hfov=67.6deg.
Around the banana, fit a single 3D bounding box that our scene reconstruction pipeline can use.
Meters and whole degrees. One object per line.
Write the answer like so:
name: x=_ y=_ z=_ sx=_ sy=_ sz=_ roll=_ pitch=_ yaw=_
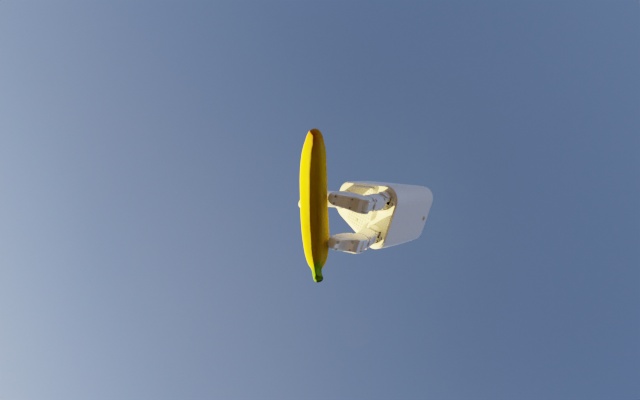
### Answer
banana: x=-0.005 y=0.005 z=0.642 sx=0.037 sy=0.198 sz=0.069 roll=-4 pitch=1 yaw=-17
